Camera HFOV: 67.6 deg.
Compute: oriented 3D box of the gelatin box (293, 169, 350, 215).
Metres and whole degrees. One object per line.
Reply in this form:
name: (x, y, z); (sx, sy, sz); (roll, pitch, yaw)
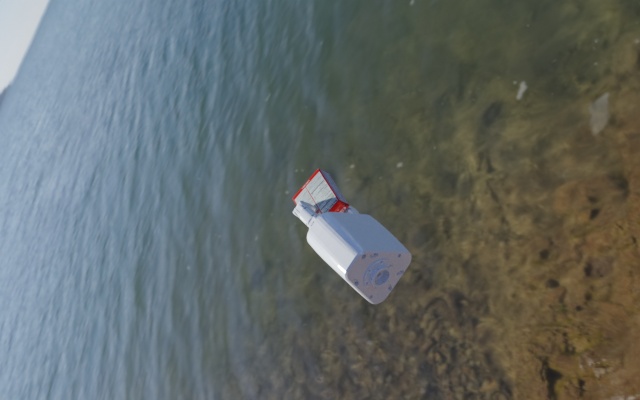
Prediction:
gelatin box: (0.000, 0.002, 0.798); (0.030, 0.073, 0.089); (22, 27, -44)
